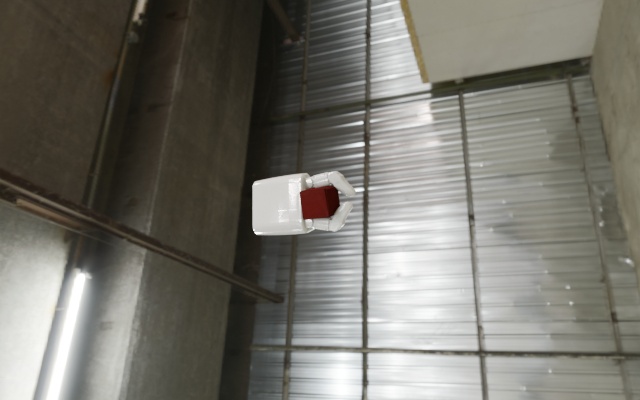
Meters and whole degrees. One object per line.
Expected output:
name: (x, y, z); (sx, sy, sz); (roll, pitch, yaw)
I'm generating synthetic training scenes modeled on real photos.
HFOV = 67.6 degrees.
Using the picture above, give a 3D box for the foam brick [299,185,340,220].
foam brick: (0.000, 0.003, 0.872); (0.051, 0.053, 0.078); (-5, 4, 18)
